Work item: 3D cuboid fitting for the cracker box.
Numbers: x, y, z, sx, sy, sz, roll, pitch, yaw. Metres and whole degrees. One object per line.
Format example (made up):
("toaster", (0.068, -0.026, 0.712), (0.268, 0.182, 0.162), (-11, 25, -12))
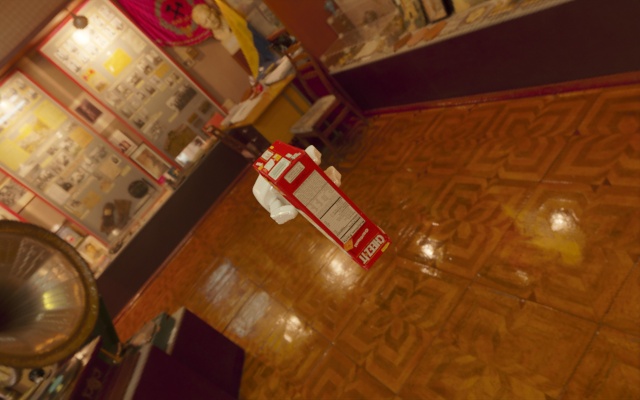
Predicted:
("cracker box", (0.000, 0.003, 0.784), (0.214, 0.072, 0.164), (44, -4, -23))
